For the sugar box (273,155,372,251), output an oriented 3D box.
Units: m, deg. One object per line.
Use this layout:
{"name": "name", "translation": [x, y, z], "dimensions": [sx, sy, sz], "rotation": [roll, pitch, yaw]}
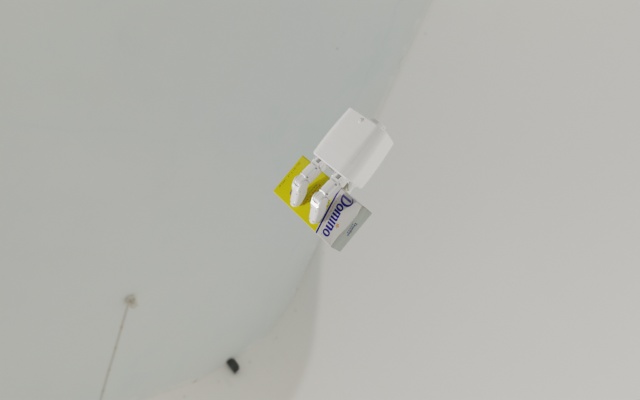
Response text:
{"name": "sugar box", "translation": [0.000, 0.003, 0.878], "dimensions": [0.176, 0.093, 0.048], "rotation": [41, 4, 35]}
